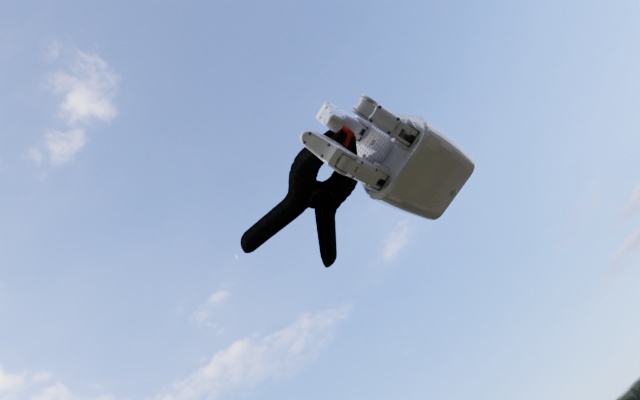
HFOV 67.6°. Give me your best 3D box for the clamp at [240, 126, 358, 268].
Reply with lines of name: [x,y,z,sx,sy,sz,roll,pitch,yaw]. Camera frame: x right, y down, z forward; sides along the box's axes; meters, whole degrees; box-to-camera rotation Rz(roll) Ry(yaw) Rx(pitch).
clamp: [0.000,0.001,0.528,0.120,0.171,0.039,23,17,-39]
